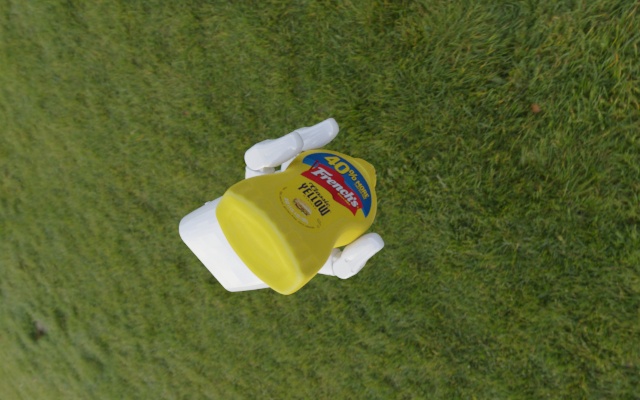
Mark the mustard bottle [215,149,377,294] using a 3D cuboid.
[{"bbox_3d":[0.000,0.001,0.442,0.191,0.096,0.058,-33,-12,-51],"label":"mustard bottle"}]
